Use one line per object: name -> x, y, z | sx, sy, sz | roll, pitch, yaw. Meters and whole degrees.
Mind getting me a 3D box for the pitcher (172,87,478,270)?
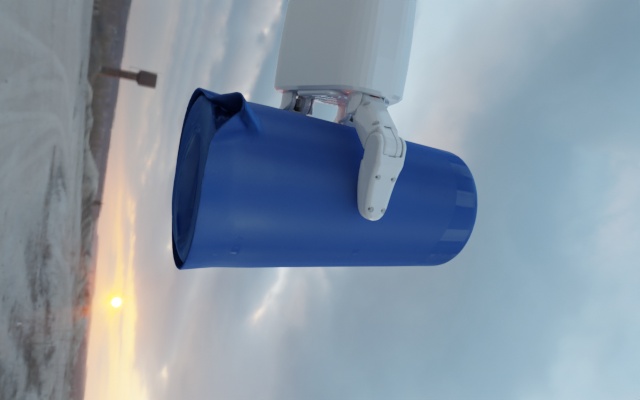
pitcher -> 0.000, 0.001, 0.405 | 0.243, 0.145, 0.149 | 7, 4, -24
